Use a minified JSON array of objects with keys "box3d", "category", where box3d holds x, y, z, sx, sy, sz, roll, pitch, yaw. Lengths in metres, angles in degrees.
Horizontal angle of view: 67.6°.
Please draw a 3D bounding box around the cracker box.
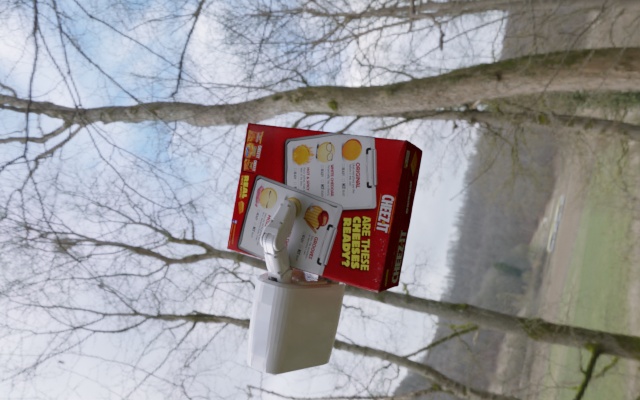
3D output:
[{"box3d":[0.000,0.002,0.572,0.213,0.164,0.072,11,2,29],"category":"cracker box"}]
